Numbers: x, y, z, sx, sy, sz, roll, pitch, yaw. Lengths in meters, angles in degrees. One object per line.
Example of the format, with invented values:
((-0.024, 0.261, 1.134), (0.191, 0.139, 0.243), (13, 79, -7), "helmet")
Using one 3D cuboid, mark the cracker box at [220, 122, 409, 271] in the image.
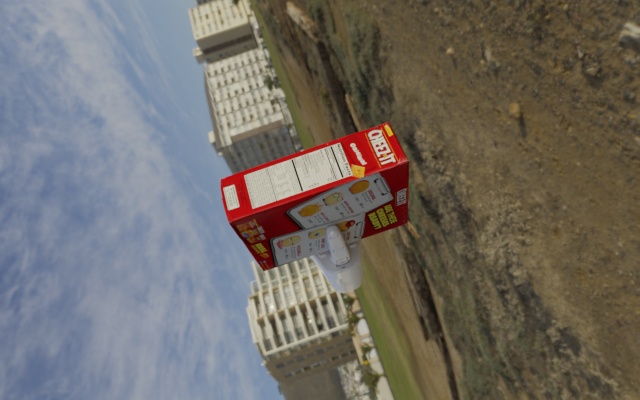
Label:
((0.000, 0.002, 0.609), (0.213, 0.072, 0.164), (-19, -29, -1), "cracker box")
